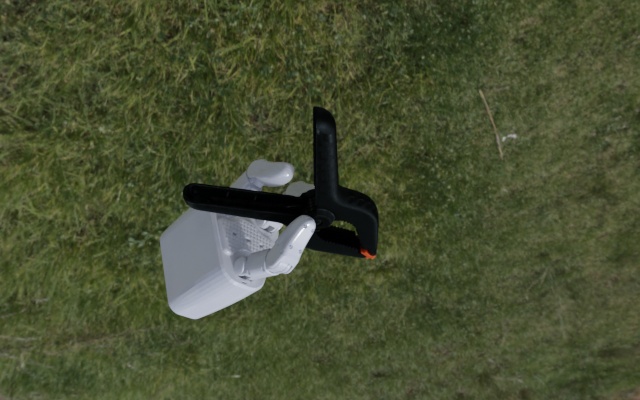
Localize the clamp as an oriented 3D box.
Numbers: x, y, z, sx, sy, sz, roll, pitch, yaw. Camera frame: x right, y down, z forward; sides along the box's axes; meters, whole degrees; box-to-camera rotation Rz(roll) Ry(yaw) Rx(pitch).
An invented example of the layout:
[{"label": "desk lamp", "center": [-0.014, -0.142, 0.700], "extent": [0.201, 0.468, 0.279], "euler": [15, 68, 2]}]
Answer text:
[{"label": "clamp", "center": [0.000, 0.002, 0.461], "extent": [0.164, 0.036, 0.210], "euler": [-31, -45, 33]}]
